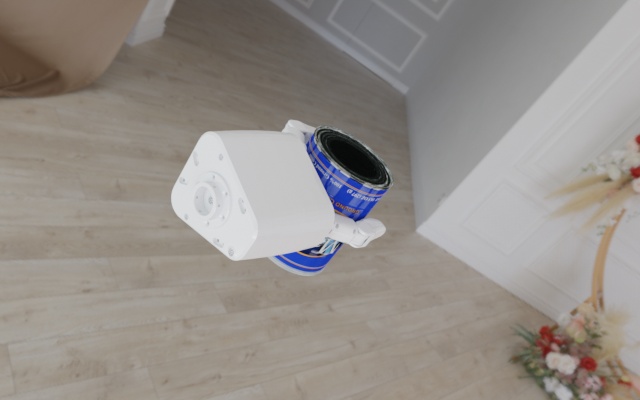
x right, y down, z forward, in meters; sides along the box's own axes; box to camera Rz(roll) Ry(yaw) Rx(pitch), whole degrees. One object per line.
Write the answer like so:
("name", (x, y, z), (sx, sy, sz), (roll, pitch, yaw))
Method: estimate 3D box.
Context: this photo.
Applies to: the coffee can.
("coffee can", (0.000, 0.002, 0.543), (0.103, 0.140, 0.102), (28, 28, -17))
